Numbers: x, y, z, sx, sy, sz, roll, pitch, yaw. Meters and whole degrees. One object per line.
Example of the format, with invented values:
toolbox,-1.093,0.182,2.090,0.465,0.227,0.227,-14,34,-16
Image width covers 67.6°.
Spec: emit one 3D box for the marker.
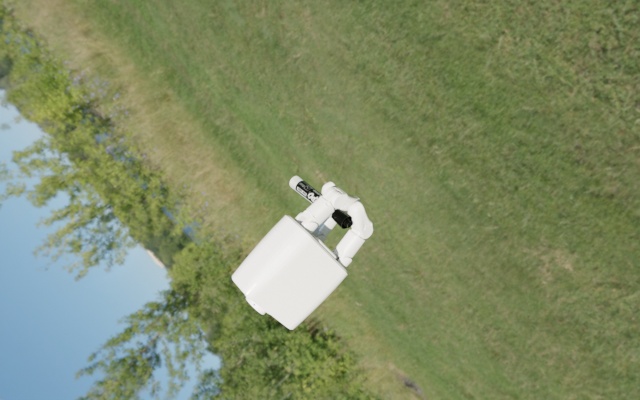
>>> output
marker,0.000,0.002,0.631,0.020,0.020,0.121,0,28,-44
